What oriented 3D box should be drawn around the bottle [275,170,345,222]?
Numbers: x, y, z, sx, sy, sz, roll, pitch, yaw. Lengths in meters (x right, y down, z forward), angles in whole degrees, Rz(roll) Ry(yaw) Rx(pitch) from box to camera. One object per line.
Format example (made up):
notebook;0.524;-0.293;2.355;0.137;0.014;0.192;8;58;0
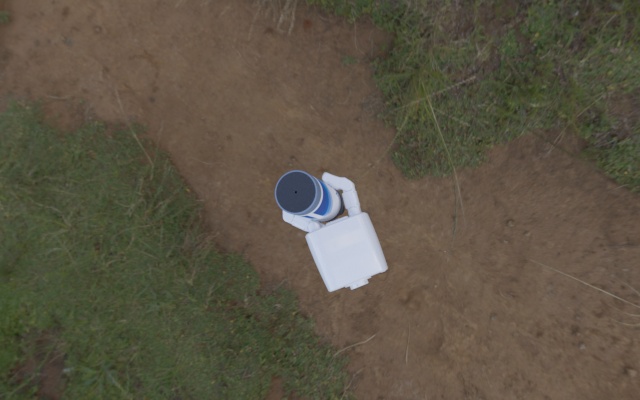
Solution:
bottle;0.000;0.003;0.850;0.069;0.069;0.296;0;-6;15
